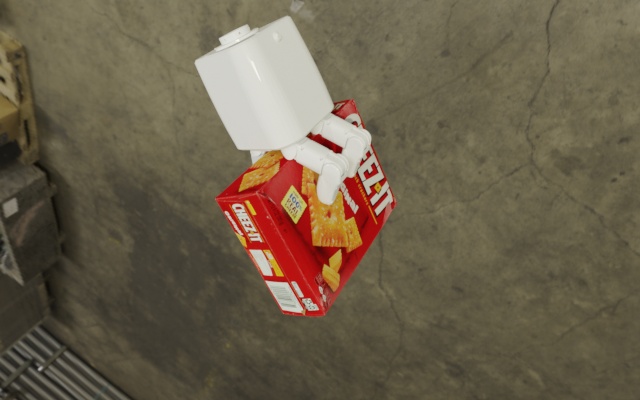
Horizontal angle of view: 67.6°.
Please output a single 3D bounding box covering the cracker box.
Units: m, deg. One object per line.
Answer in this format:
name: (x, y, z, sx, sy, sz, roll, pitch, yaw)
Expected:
cracker box: (0.000, 0.002, 0.560, 0.072, 0.164, 0.213, -5, 31, 38)
